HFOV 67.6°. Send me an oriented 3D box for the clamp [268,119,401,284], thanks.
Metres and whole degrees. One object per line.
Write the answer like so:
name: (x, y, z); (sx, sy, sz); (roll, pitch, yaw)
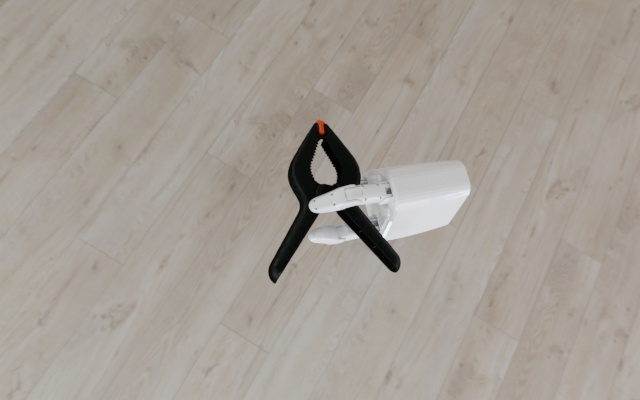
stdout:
clamp: (0.000, 0.001, 0.595); (0.164, 0.210, 0.036); (-9, -14, -18)
